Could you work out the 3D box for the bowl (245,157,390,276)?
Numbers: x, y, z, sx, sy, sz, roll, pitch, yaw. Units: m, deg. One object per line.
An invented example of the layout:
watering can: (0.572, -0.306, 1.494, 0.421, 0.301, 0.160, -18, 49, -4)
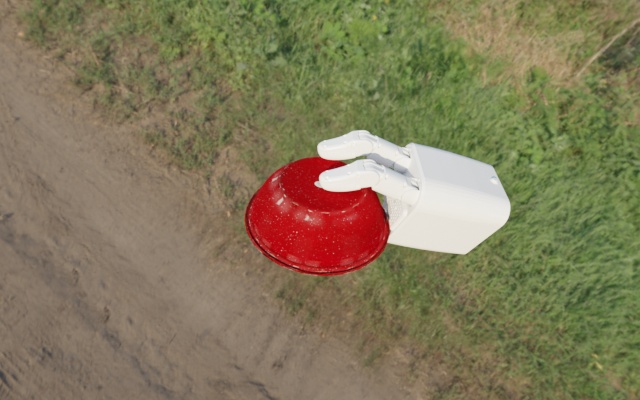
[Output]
bowl: (-0.001, 0.001, 0.512, 0.162, 0.055, 0.162, 5, 42, -4)
